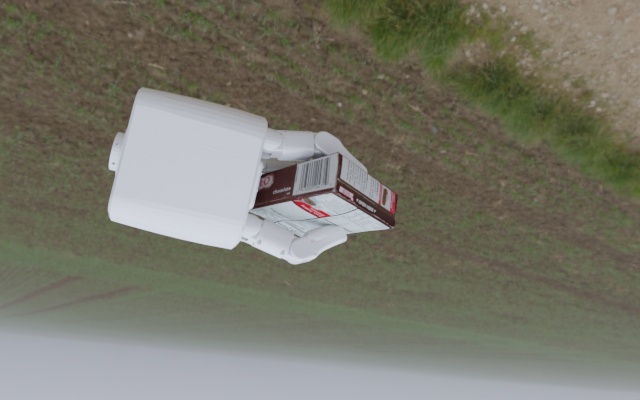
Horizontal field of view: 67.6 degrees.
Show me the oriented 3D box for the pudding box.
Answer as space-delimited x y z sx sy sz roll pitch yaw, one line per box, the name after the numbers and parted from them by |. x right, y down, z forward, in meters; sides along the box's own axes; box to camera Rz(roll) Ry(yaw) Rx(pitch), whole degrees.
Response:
0.000 0.002 0.441 0.113 0.039 0.090 -10 -28 41 | pudding box
